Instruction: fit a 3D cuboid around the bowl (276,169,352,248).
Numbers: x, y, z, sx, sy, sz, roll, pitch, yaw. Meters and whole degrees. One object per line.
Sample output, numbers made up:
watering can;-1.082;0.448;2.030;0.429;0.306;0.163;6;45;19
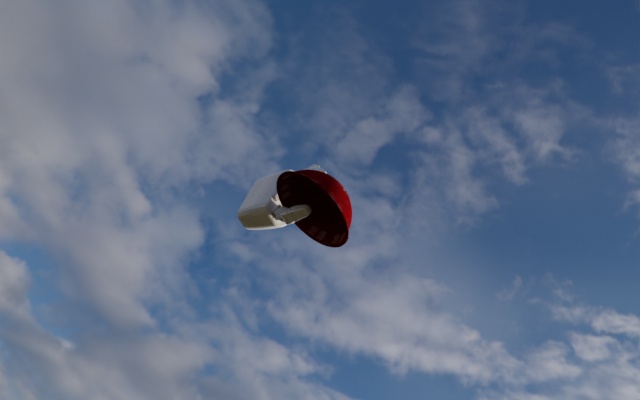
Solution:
bowl;0.001;0.003;0.826;0.055;0.162;0.162;-42;24;-30
